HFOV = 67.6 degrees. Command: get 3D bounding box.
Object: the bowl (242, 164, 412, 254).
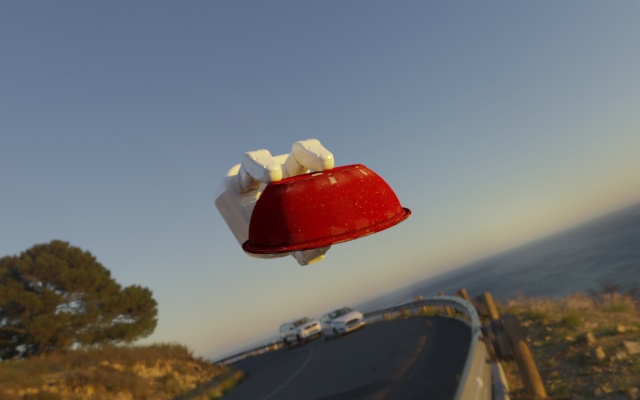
[{"bbox_3d":[0.001,0.001,0.447,0.162,0.055,0.162,-12,6,1],"label":"bowl"}]
